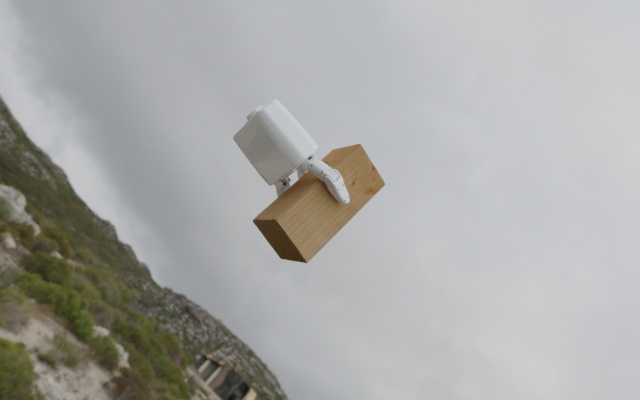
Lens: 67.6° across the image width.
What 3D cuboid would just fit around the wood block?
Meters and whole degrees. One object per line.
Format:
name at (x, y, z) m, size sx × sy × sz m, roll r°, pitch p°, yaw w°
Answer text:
wood block at (0.000, 0.002, 0.810) m, size 0.206 × 0.090 × 0.091 m, roll -43°, pitch 20°, yaw -26°
